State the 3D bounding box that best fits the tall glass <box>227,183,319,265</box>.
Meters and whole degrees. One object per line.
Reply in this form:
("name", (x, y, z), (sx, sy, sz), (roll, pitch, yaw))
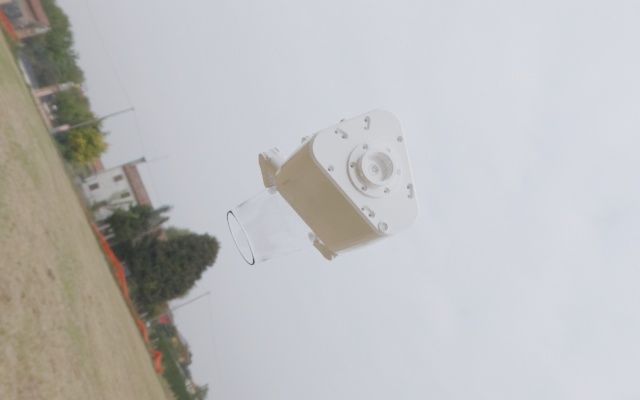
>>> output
("tall glass", (0.001, 0.002, 0.533), (0.201, 0.079, 0.079), (-24, 10, -22))
